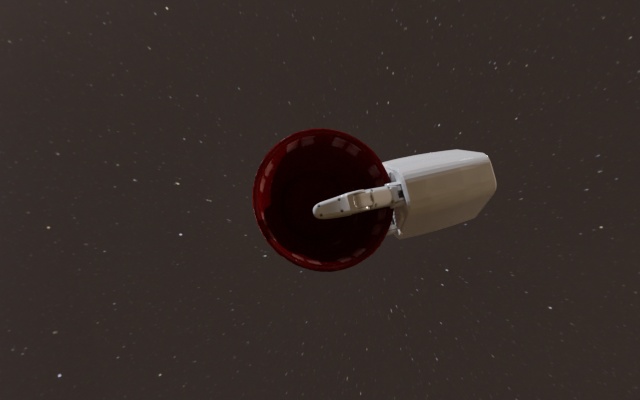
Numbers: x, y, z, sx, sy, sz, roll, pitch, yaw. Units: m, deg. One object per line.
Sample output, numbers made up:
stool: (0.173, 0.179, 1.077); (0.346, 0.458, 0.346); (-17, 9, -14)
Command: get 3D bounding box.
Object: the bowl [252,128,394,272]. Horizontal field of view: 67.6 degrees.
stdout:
bowl: (-0.001, 0.002, 0.553); (0.162, 0.162, 0.055); (0, -9, -13)
